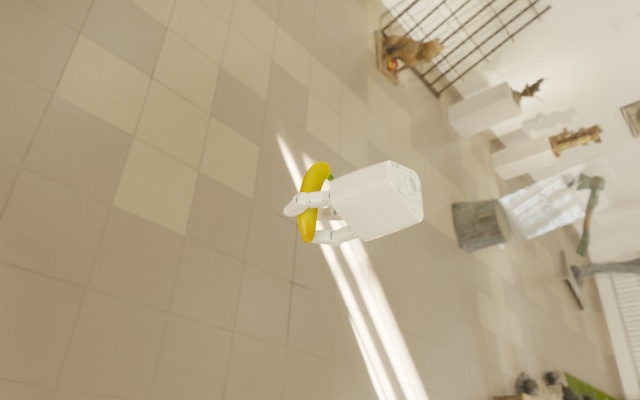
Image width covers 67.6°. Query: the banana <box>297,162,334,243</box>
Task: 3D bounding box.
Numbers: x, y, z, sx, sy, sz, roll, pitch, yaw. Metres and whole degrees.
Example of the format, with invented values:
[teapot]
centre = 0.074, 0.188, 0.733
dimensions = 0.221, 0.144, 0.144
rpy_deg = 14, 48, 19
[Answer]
[banana]
centre = -0.009, -0.013, 0.838
dimensions = 0.037, 0.070, 0.197
rpy_deg = -20, 29, 30
